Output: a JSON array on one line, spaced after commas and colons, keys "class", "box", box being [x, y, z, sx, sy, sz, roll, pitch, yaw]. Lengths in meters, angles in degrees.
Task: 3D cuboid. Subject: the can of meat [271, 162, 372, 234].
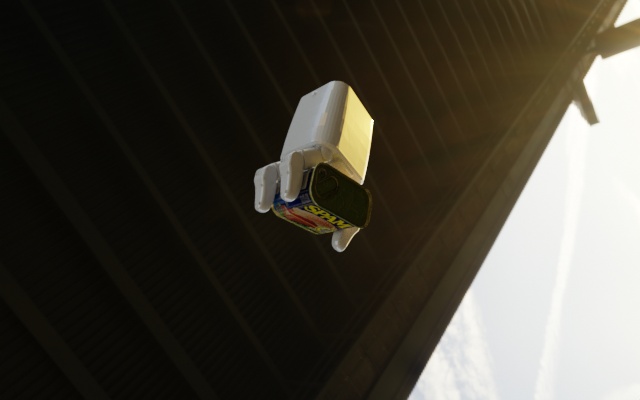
[{"class": "can of meat", "box": [0.000, 0.002, 0.610, 0.102, 0.057, 0.084, 29, -29, -35]}]
